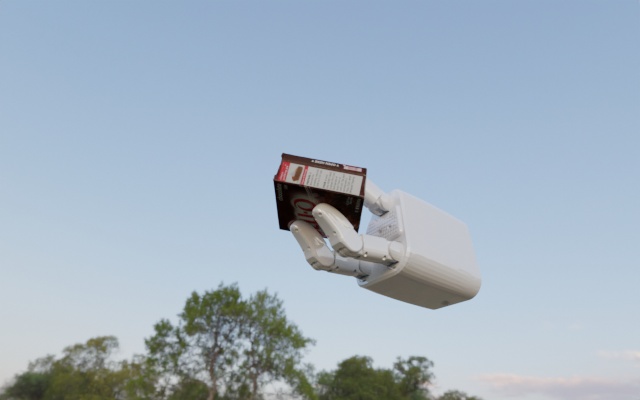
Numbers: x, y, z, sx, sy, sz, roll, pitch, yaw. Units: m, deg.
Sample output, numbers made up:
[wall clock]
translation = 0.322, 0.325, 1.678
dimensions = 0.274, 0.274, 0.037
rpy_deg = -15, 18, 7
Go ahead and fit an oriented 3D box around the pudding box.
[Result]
[pudding box]
translation = 0.000, 0.002, 0.504
dimensions = 0.090, 0.039, 0.114
rpy_deg = 10, -31, 5
